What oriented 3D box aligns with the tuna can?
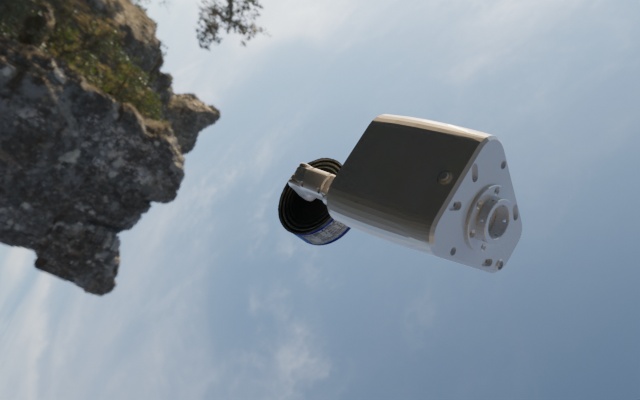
[{"bbox_3d":[0.000,0.002,0.485,0.086,0.086,0.034,0,-27,41],"label":"tuna can"}]
